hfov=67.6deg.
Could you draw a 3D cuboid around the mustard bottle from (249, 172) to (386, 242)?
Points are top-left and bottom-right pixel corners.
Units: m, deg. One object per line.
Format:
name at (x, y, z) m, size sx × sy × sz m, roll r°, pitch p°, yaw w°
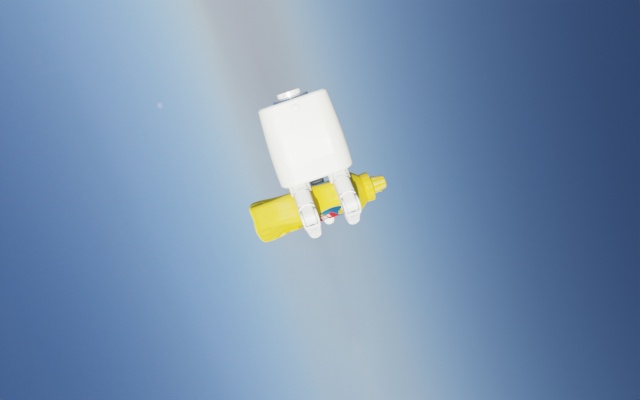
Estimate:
mustard bottle at (0.000, 0.003, 0.677) m, size 0.191 × 0.058 × 0.096 m, roll -19°, pitch -10°, yaw -2°
